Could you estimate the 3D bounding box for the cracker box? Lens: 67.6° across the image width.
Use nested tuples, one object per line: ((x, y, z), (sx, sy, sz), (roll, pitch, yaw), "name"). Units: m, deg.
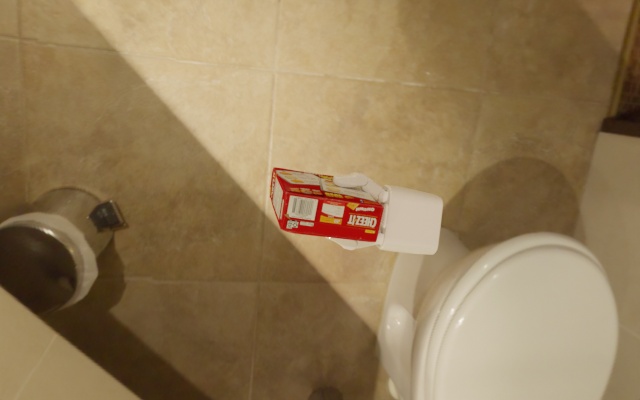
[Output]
((0.000, 0.003, 0.852), (0.164, 0.072, 0.213), (8, 13, -13), "cracker box")
